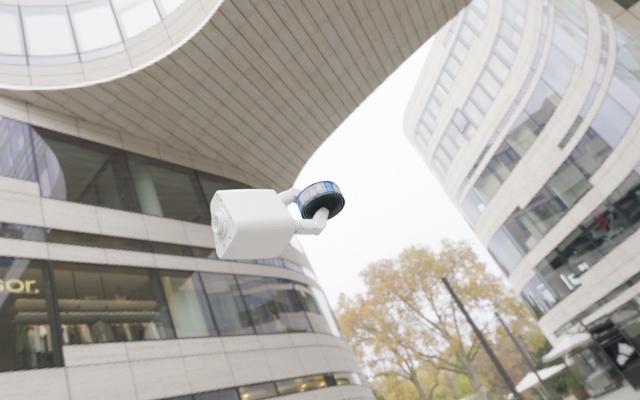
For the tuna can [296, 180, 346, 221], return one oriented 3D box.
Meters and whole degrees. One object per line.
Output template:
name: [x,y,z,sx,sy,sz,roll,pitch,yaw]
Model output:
tuna can: [0.000,0.002,0.868,0.086,0.033,0.086,-16,-35,-11]
